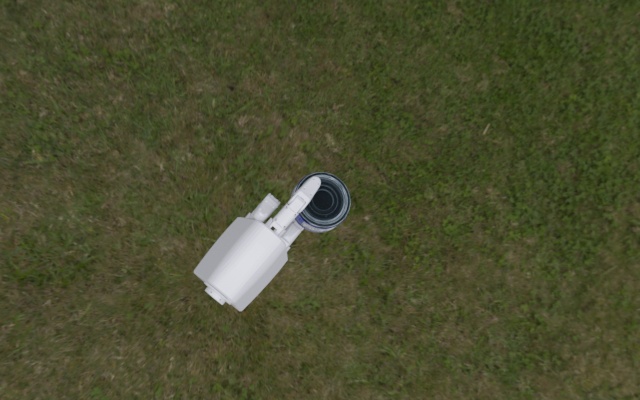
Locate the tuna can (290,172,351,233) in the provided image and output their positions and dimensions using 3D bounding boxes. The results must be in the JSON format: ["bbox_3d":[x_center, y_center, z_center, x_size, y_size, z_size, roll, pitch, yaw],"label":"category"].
[{"bbox_3d":[0.000,0.002,0.698,0.086,0.086,0.034,0,-14,-15],"label":"tuna can"}]
